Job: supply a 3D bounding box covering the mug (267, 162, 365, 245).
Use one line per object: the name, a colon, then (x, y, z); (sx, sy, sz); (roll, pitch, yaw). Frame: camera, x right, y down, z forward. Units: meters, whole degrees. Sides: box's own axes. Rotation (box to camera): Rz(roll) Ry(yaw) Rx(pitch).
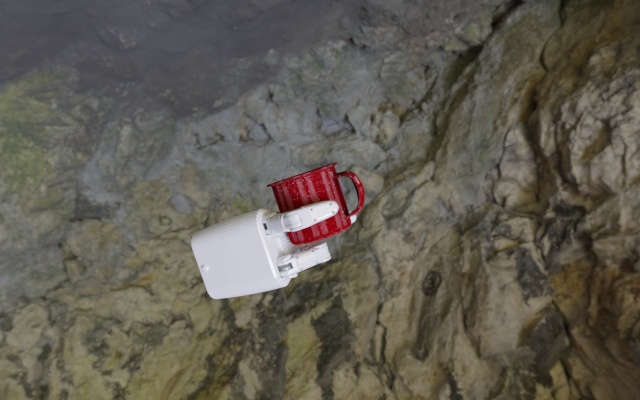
mug: (0.001, 0.002, 0.590); (0.117, 0.081, 0.093); (-16, 5, 23)
